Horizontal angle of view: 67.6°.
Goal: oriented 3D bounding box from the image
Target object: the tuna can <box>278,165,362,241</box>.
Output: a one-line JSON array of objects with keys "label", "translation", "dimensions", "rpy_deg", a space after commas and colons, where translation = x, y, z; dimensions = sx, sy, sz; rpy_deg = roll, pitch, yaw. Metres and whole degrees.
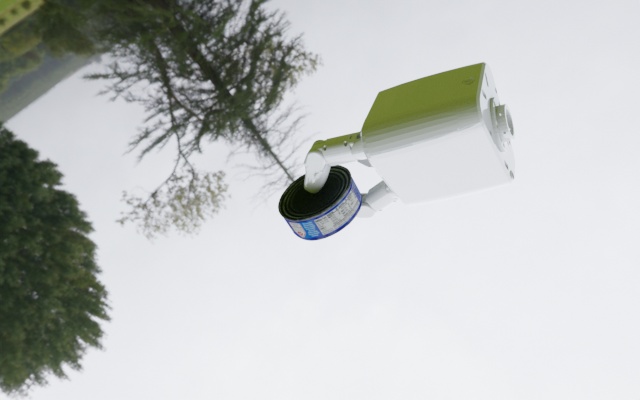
[{"label": "tuna can", "translation": [0.000, 0.002, 0.509], "dimensions": [0.086, 0.034, 0.086], "rpy_deg": [-21, 34, 15]}]
